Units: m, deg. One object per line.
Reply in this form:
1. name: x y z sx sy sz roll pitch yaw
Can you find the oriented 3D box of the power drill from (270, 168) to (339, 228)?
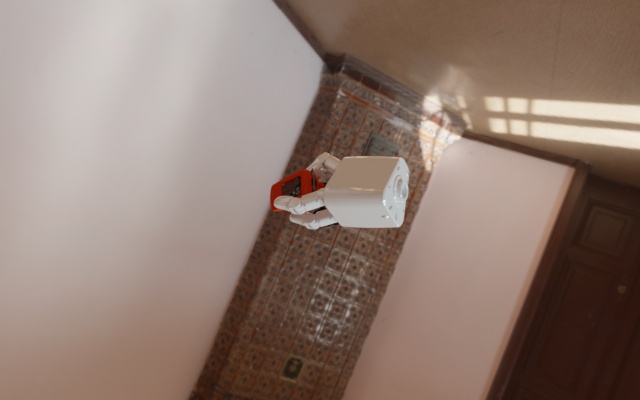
1. power drill: 0.000 0.003 0.898 0.188 0.057 0.184 13 -27 -42
